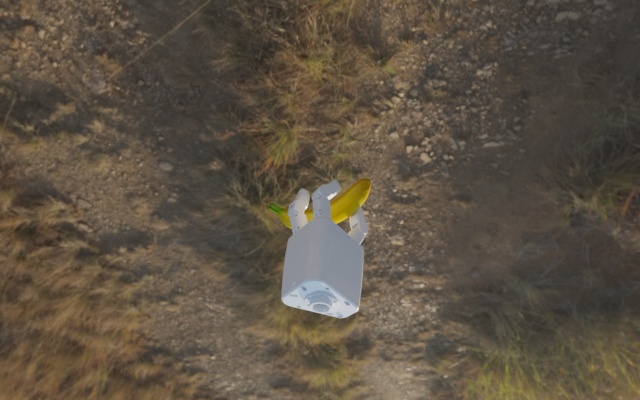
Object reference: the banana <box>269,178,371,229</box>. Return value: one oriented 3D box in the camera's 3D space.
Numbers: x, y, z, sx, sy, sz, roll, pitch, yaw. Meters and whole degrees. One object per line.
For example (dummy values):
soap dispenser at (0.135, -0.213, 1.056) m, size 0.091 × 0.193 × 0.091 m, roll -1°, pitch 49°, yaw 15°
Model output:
banana at (0.006, 0.016, 0.812) m, size 0.198 × 0.037 × 0.070 m, roll -16°, pitch -49°, yaw 27°
